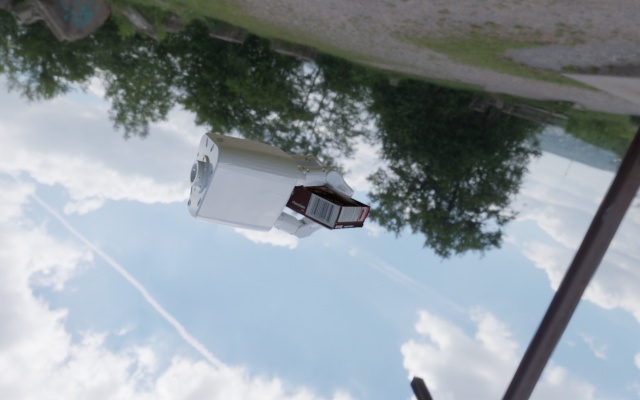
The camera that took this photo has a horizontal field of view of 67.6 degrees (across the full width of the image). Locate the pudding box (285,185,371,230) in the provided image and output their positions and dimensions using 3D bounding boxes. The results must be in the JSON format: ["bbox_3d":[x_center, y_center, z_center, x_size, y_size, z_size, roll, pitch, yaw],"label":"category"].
[{"bbox_3d":[0.000,0.002,0.671,0.113,0.039,0.090,28,14,29],"label":"pudding box"}]
